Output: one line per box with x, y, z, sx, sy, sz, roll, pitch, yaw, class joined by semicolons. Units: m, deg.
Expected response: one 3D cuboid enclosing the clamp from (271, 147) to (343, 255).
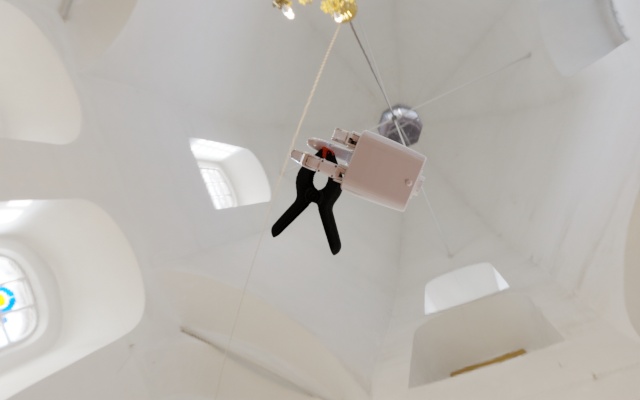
0.000;0.002;0.774;0.120;0.171;0.039;23;8;8;clamp
